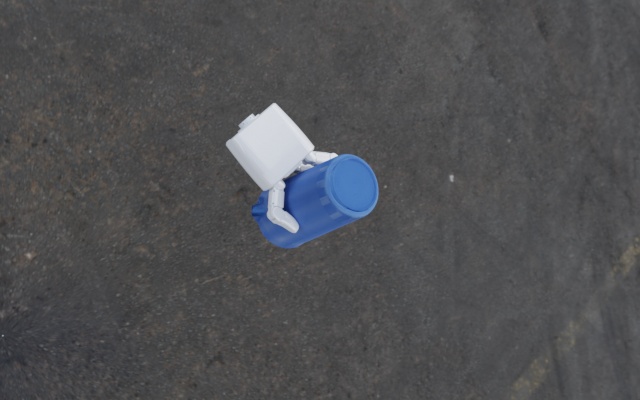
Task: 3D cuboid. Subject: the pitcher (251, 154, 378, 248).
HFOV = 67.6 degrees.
[{"bbox_3d":[0.000,0.003,0.868,0.149,0.145,0.243,-47,14,-33],"label":"pitcher"}]
